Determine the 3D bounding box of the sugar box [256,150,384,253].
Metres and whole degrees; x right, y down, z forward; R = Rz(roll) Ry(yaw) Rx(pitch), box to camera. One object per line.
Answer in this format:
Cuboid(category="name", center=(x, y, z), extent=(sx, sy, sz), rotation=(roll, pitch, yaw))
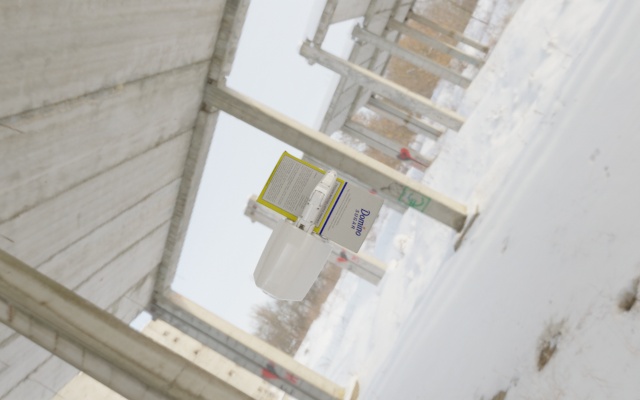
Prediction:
Cuboid(category="sugar box", center=(0.000, 0.003, 0.744), extent=(0.176, 0.093, 0.048), rotation=(28, -3, 6))
